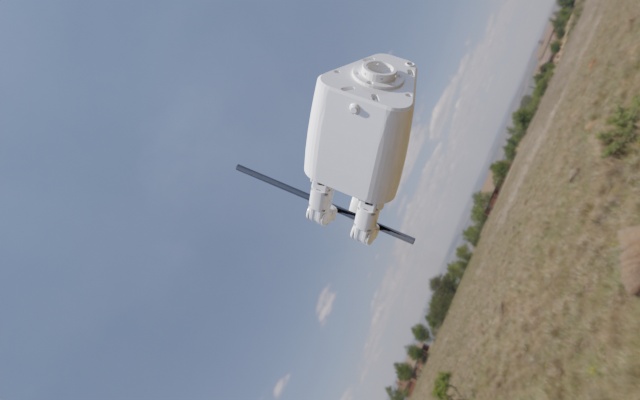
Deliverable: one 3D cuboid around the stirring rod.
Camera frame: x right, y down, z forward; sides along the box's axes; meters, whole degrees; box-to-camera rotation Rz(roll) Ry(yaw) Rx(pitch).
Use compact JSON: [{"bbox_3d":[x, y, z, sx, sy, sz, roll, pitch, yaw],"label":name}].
[{"bbox_3d":[0.000,0.002,0.576,0.239,0.011,0.011,23,7,17],"label":"stirring rod"}]
